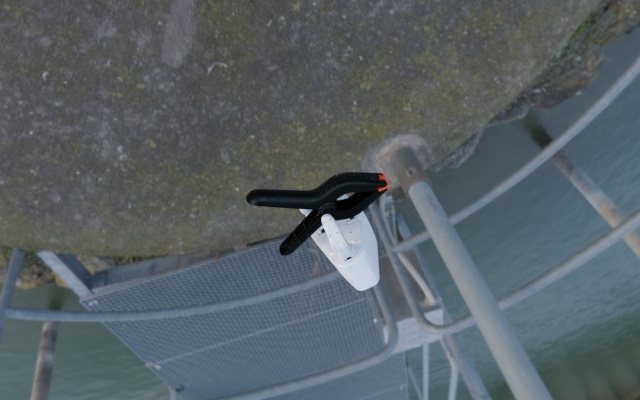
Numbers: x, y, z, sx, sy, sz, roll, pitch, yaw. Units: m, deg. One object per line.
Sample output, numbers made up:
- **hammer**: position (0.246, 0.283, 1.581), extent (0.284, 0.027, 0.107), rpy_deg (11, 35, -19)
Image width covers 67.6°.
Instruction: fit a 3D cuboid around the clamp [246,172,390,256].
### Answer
- **clamp**: position (0.001, 0.003, 0.723), extent (0.210, 0.036, 0.165), rpy_deg (-25, -38, 7)
